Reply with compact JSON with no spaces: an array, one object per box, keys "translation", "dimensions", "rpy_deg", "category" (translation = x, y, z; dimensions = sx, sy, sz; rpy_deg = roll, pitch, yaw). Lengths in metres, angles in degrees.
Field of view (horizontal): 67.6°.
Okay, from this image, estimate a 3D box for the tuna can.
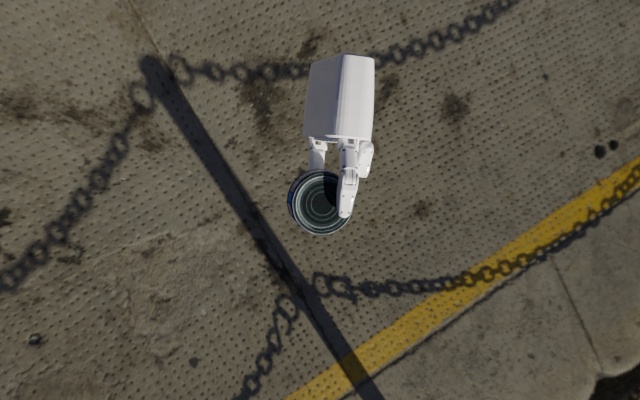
[{"translation":[0.000,0.002,0.635],"dimensions":[0.086,0.086,0.033],"rpy_deg":[0,9,-14],"category":"tuna can"}]
